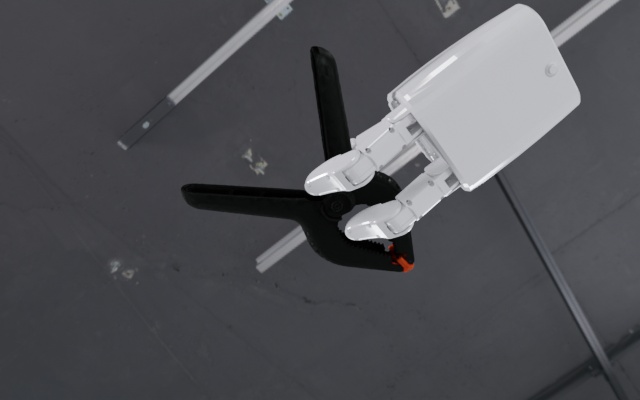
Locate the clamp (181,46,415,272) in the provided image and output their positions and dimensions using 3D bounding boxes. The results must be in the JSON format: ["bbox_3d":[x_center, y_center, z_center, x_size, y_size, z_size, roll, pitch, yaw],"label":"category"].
[{"bbox_3d":[0.000,0.001,0.413,0.164,0.210,0.036,-38,25,9],"label":"clamp"}]
